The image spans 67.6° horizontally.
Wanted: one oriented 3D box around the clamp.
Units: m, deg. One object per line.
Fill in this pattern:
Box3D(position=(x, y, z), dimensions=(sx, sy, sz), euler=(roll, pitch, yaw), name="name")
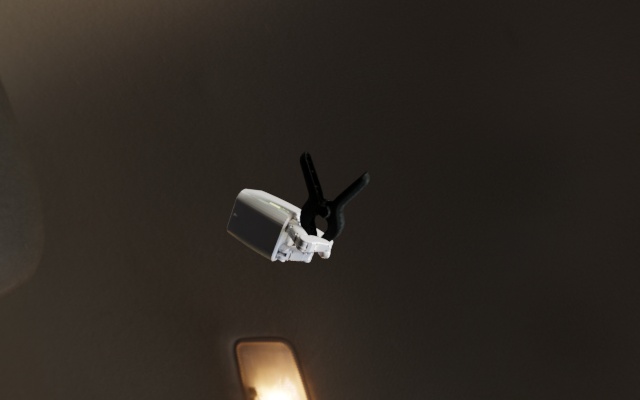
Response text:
Box3D(position=(0.000, 0.003, 0.804), dimensions=(0.120, 0.171, 0.039), euler=(30, 24, 16), name="clamp")
